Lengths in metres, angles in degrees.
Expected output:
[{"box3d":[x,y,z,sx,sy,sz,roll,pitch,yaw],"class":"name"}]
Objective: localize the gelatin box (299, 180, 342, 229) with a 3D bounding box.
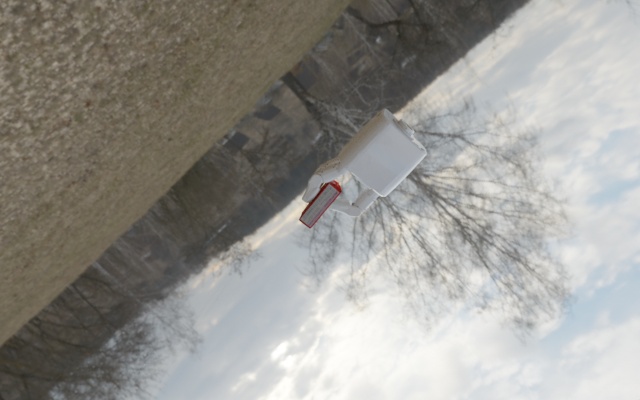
[{"box3d":[0.000,0.003,0.857,0.030,0.089,0.073,39,8,-4],"class":"gelatin box"}]
